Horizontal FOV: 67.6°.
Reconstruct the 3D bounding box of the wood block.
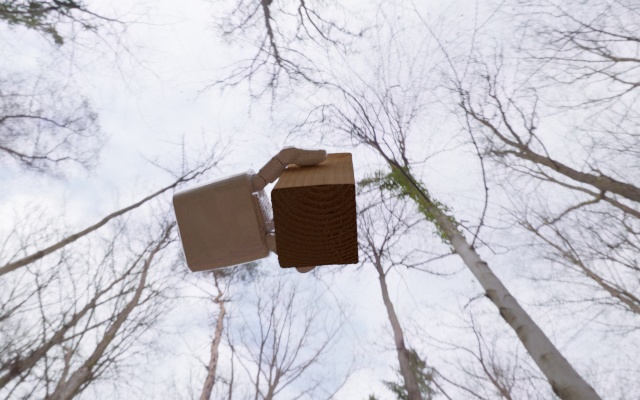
[{"bbox_3d":[0.000,0.002,0.597,0.090,0.091,0.206,-4,15,4],"label":"wood block"}]
